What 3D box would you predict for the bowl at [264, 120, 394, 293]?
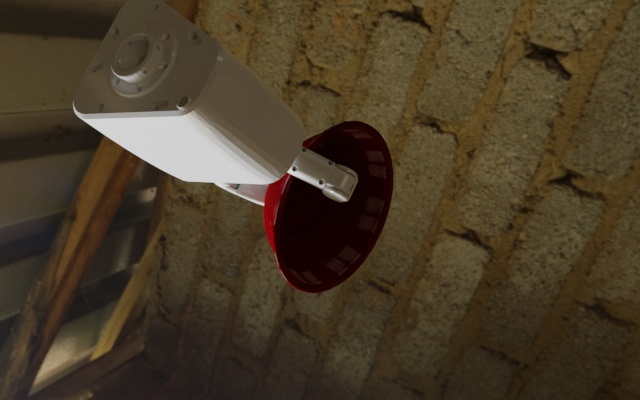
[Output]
[{"bbox_3d":[0.000,0.002,0.449,0.055,0.162,0.162,21,14,39],"label":"bowl"}]
